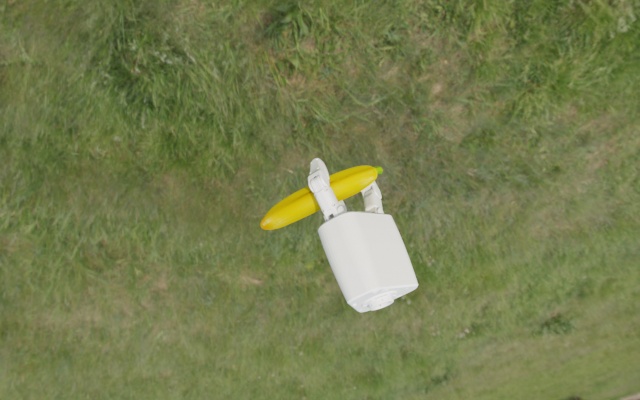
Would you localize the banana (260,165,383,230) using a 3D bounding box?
[{"bbox_3d":[0.001,-0.004,0.674,0.198,0.037,0.070,-24,-17,2],"label":"banana"}]
